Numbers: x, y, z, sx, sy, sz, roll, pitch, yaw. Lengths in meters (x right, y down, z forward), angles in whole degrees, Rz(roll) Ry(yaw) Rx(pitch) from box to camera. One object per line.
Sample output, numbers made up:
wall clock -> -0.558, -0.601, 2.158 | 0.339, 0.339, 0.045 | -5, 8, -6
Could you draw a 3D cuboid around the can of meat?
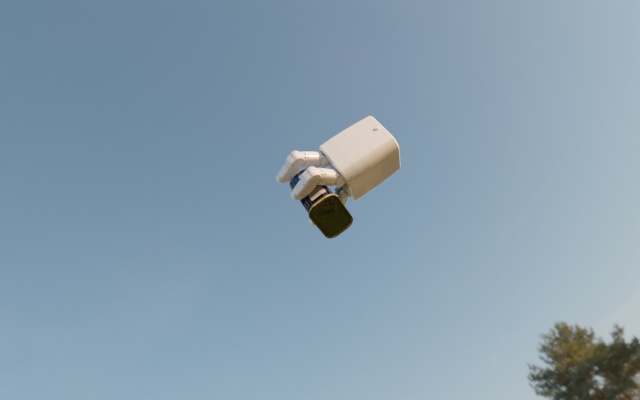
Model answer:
can of meat -> 0.000, 0.003, 0.808 | 0.057, 0.084, 0.102 | -37, -40, 1
